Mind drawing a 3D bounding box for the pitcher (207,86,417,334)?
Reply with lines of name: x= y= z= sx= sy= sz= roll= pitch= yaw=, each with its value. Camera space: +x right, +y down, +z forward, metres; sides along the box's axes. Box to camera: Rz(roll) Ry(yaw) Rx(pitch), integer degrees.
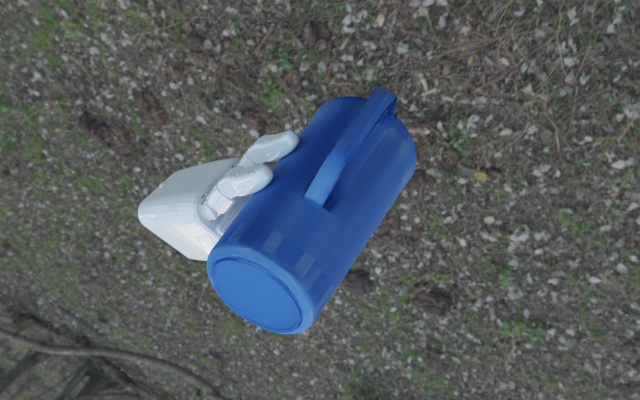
pitcher: x=0.000 y=0.002 z=0.474 sx=0.145 sy=0.149 sz=0.242 roll=-3 pitch=36 yaw=35
